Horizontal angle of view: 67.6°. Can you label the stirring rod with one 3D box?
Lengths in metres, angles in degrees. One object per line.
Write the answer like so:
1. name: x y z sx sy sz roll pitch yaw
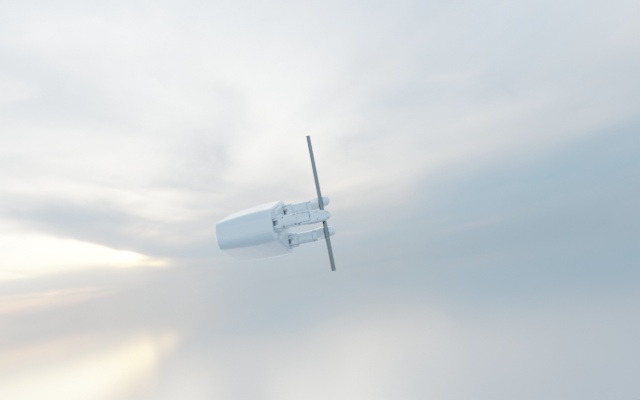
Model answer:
1. stirring rod: 0.000 0.003 0.827 0.011 0.239 0.011 -11 -8 -2
